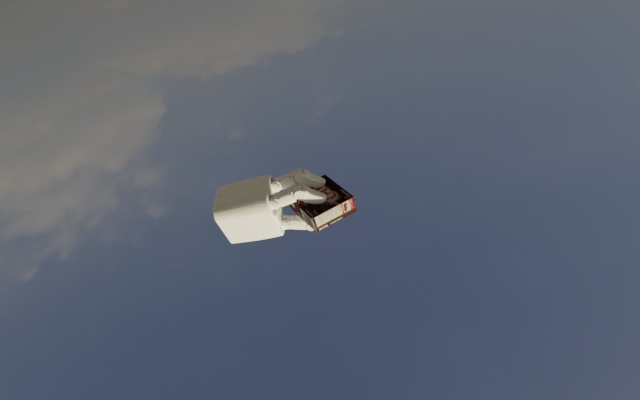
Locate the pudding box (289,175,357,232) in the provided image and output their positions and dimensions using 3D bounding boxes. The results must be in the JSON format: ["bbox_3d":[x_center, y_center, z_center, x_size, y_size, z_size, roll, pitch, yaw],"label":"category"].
[{"bbox_3d":[0.000,0.003,0.886,0.090,0.039,0.113,-28,38,-16],"label":"pudding box"}]
